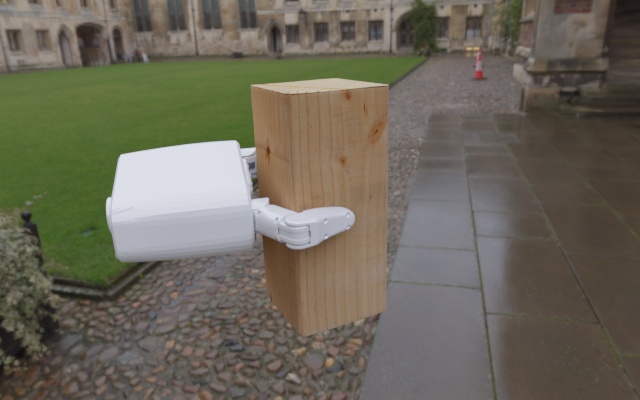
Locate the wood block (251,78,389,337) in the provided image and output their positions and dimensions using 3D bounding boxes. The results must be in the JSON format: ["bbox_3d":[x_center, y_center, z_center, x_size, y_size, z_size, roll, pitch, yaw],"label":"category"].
[{"bbox_3d":[0.000,0.001,0.429,0.090,0.206,0.090,-11,21,-24],"label":"wood block"}]
